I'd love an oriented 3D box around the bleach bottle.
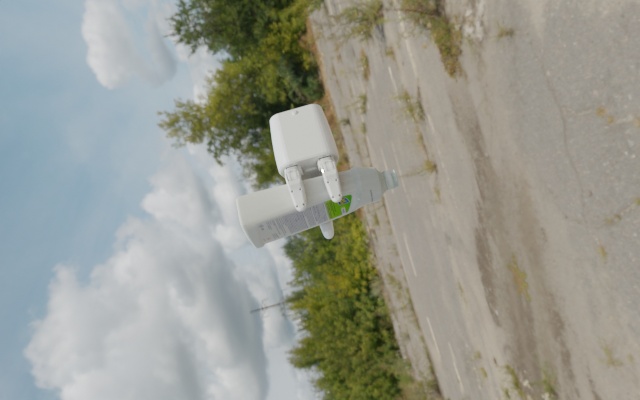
[{"bbox_3d":[0.000,0.003,0.764,0.251,0.068,0.103,-16,-29,1],"label":"bleach bottle"}]
